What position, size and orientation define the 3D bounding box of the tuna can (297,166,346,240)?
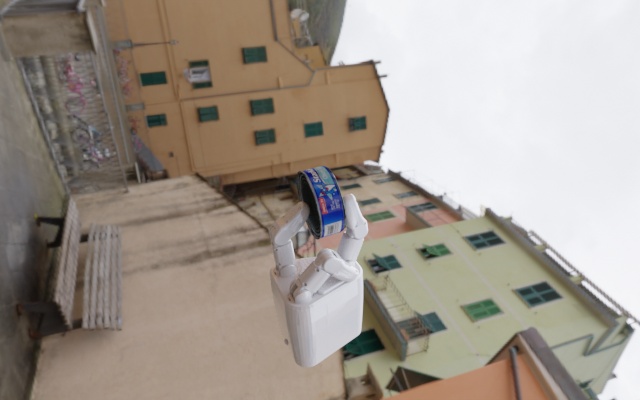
[{"bbox_3d":[0.001,0.002,0.581,0.034,0.086,0.086,-16,4,-14],"label":"tuna can"}]
